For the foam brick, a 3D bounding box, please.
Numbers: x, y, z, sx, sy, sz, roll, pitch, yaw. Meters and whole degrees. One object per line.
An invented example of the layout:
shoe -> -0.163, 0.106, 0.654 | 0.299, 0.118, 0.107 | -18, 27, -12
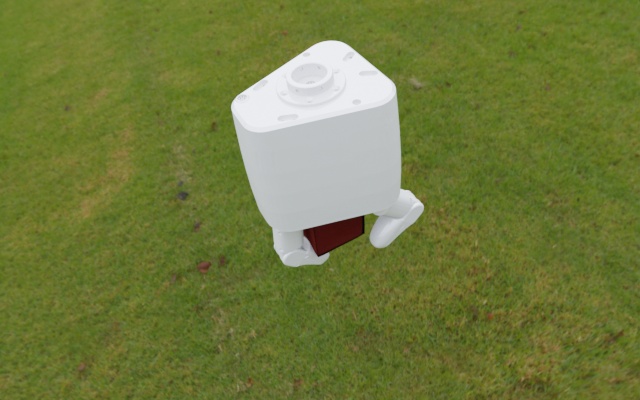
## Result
foam brick -> 0.000, 0.001, 0.444 | 0.053, 0.051, 0.078 | -26, 50, -15
